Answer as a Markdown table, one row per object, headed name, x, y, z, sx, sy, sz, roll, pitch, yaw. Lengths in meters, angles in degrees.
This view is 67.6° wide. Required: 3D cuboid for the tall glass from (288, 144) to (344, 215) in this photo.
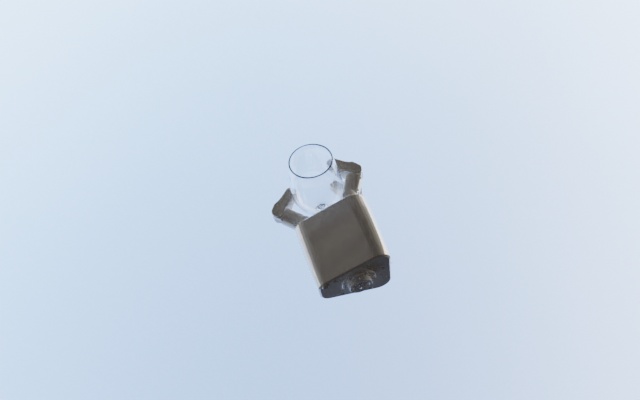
| name | x | y | z | sx | sy | sz | roll | pitch | yaw |
| --- | --- | --- | --- | --- | --- | --- | --- | --- | --- |
| tall glass | 0.000 | 0.003 | 0.730 | 0.079 | 0.079 | 0.201 | 0 | -35 | 10 |
